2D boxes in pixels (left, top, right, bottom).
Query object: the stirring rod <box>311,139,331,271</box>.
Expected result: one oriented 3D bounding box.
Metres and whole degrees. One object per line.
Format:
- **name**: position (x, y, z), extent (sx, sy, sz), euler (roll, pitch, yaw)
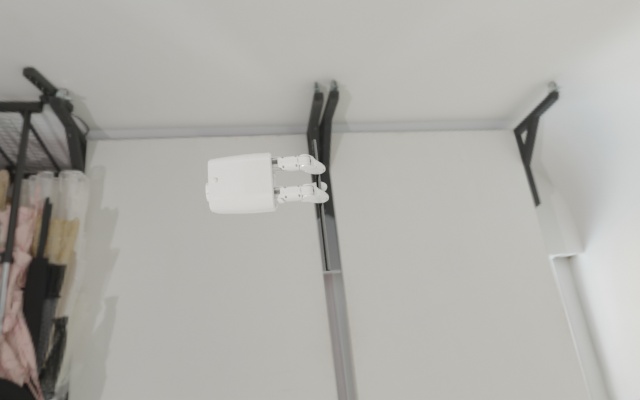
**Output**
- **stirring rod**: position (0.000, 0.003, 0.826), extent (0.011, 0.239, 0.011), euler (-6, -20, -2)
